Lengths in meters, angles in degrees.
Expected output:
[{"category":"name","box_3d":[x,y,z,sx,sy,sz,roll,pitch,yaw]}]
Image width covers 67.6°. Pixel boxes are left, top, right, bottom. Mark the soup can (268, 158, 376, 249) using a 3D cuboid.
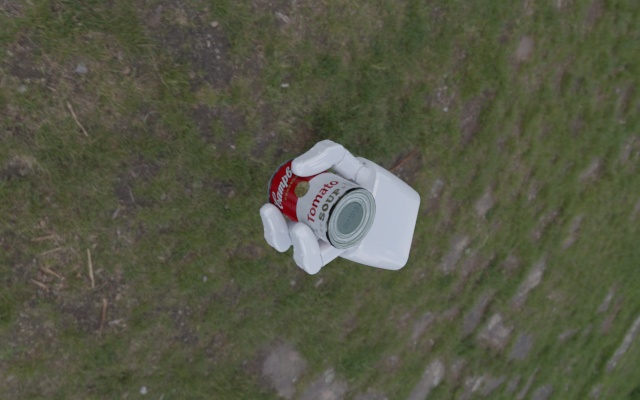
[{"category":"soup can","box_3d":[0.000,0.002,0.506,0.068,0.068,0.102,0,20,-43]}]
